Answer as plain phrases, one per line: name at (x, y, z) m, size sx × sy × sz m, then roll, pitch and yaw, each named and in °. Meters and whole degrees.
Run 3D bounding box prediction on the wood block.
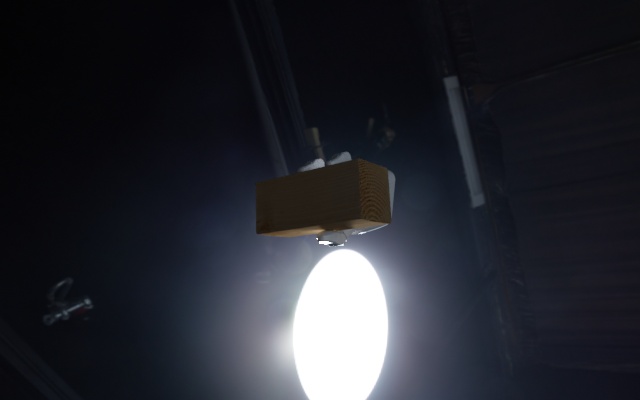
wood block at (0.000, 0.003, 0.769) m, size 0.206 × 0.091 × 0.090 m, roll -11°, pitch -14°, yaw 36°
